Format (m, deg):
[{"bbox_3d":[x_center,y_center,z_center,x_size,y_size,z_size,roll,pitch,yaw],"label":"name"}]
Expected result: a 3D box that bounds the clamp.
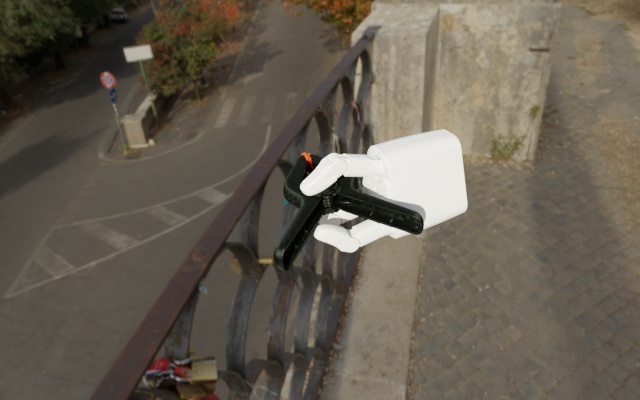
[{"bbox_3d":[0.000,0.001,0.569,0.164,0.036,0.210,-17,35,-15],"label":"clamp"}]
